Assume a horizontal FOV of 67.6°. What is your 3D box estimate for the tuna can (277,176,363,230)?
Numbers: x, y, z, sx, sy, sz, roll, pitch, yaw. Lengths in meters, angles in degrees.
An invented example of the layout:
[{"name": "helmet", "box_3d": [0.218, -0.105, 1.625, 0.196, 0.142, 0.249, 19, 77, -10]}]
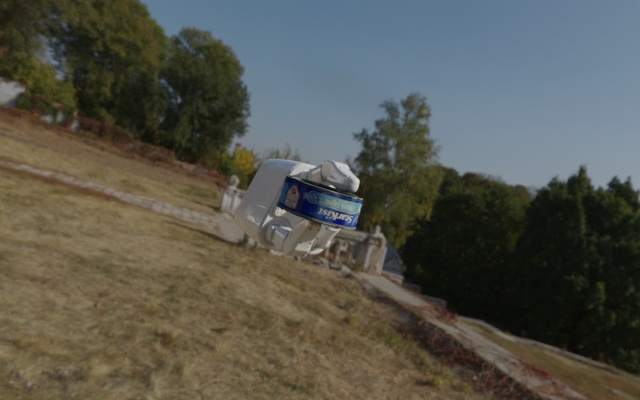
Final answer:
[{"name": "tuna can", "box_3d": [0.000, 0.001, 0.494, 0.086, 0.034, 0.086, 17, 4, -1]}]
